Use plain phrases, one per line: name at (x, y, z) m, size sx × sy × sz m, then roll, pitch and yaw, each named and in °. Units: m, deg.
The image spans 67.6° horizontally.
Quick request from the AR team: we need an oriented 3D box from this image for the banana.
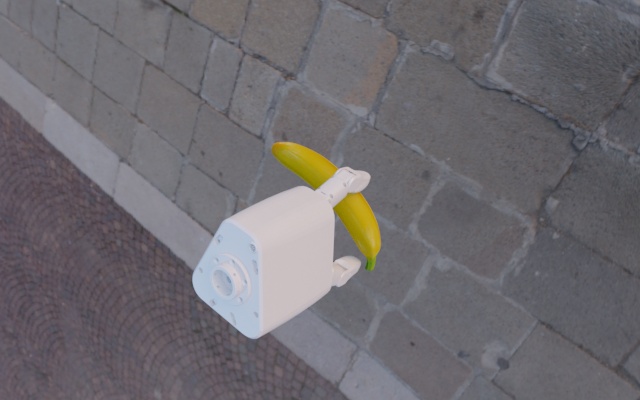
banana at (0.012, -0.005, 0.565) m, size 0.037 × 0.198 × 0.070 m, roll -29°, pitch -12°, yaw -48°
